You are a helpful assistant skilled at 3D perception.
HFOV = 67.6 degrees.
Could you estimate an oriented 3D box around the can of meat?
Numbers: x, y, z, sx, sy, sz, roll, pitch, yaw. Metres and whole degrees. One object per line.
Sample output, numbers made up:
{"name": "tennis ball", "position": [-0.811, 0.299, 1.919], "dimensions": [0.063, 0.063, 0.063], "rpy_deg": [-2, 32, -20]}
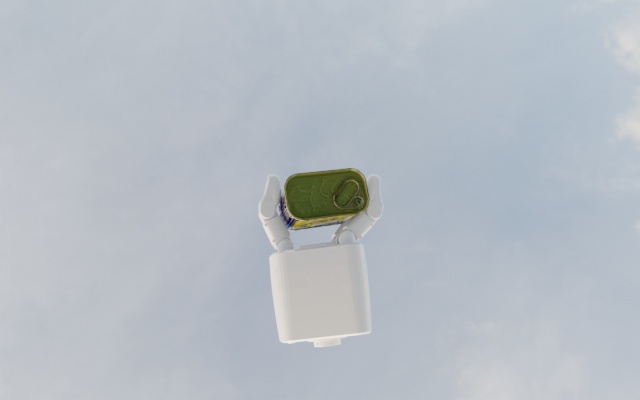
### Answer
{"name": "can of meat", "position": [0.000, 0.002, 0.602], "dimensions": [0.102, 0.057, 0.084], "rpy_deg": [-7, -13, -14]}
